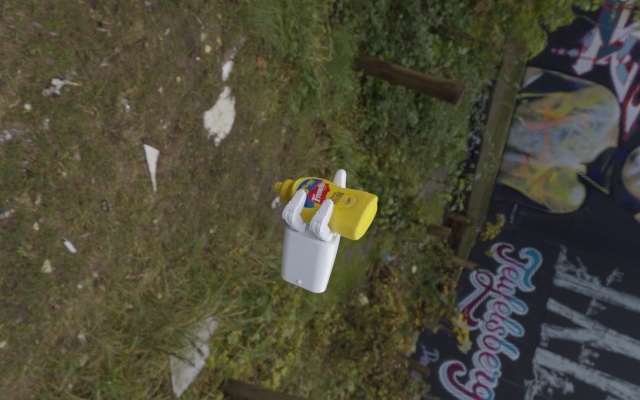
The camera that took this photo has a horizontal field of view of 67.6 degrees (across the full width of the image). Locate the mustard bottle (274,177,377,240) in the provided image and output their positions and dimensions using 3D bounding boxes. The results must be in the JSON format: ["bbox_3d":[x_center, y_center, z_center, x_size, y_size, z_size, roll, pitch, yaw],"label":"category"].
[{"bbox_3d":[0.000,0.003,0.872,0.191,0.058,0.096,19,49,21],"label":"mustard bottle"}]
